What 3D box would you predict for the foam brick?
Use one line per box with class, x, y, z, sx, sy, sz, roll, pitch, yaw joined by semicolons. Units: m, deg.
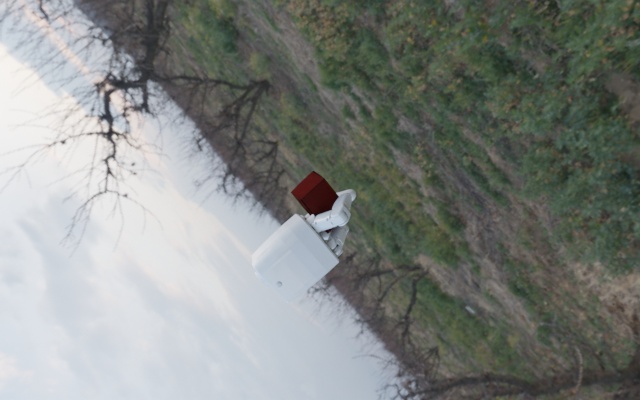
foam brick;0.000;0.002;0.756;0.051;0.078;0.053;-41;25;-5
